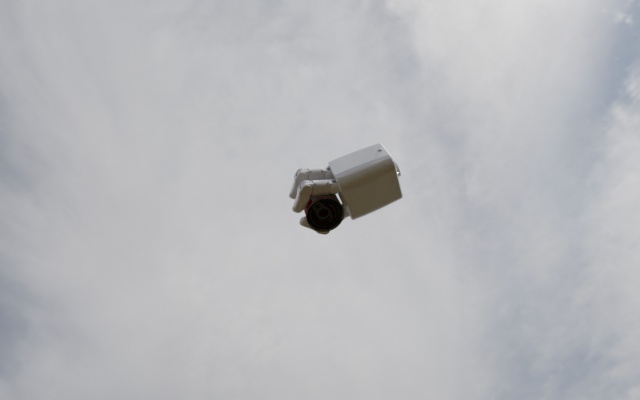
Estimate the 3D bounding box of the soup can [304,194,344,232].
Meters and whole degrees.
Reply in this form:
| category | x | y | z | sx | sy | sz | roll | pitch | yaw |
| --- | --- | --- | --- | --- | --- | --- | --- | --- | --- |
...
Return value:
| category | x | y | z | sx | sy | sz | roll | pitch | yaw |
| --- | --- | --- | --- | --- | --- | --- | --- | --- | --- |
| soup can | 0.000 | 0.003 | 0.879 | 0.068 | 0.068 | 0.102 | 0 | 27 | -11 |
